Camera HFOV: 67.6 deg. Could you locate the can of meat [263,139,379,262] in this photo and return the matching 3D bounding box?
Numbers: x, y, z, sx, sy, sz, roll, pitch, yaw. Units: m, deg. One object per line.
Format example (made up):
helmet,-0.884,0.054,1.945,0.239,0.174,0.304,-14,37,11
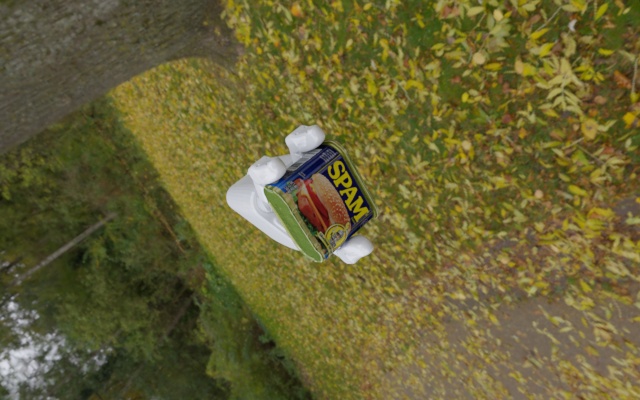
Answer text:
can of meat,0.000,0.002,0.498,0.084,0.102,0.057,-40,24,-20
